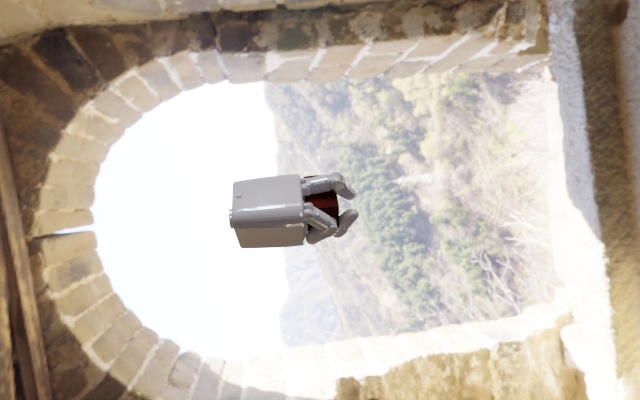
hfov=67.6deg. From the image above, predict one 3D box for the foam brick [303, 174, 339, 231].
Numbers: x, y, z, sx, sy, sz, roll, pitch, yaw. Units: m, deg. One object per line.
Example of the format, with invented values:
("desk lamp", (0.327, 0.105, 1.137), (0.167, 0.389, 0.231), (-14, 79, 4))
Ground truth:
("foam brick", (0.000, 0.002, 0.772), (0.051, 0.078, 0.053), (-5, -45, -3))
